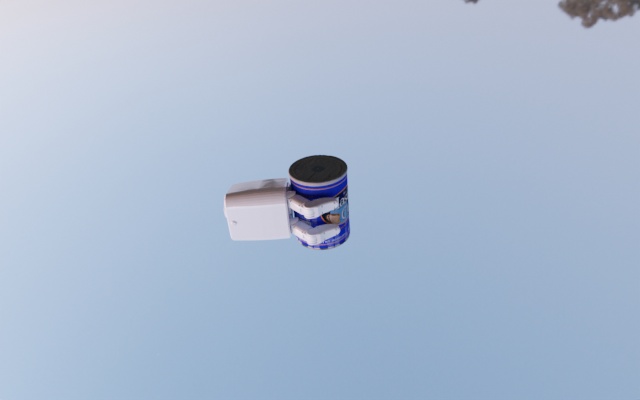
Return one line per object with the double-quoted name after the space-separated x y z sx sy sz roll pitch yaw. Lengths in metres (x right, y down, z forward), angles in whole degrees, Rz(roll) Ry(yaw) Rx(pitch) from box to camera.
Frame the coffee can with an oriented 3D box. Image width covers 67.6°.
0.000 0.003 0.859 0.103 0.140 0.102 -3 32 2 "coffee can"
